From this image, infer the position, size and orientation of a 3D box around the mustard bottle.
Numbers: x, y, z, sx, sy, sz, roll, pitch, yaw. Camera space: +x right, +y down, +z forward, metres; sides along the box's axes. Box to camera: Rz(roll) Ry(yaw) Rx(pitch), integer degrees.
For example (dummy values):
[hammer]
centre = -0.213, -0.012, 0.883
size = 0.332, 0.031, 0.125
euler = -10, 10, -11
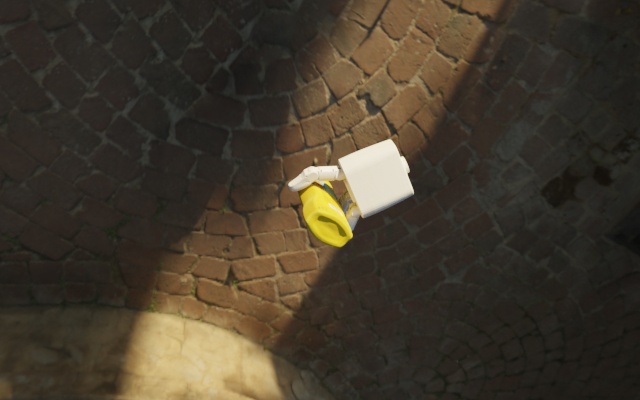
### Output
[mustard bottle]
centre = 0.000, 0.003, 0.899
size = 0.096, 0.058, 0.191
euler = 37, 18, -27
